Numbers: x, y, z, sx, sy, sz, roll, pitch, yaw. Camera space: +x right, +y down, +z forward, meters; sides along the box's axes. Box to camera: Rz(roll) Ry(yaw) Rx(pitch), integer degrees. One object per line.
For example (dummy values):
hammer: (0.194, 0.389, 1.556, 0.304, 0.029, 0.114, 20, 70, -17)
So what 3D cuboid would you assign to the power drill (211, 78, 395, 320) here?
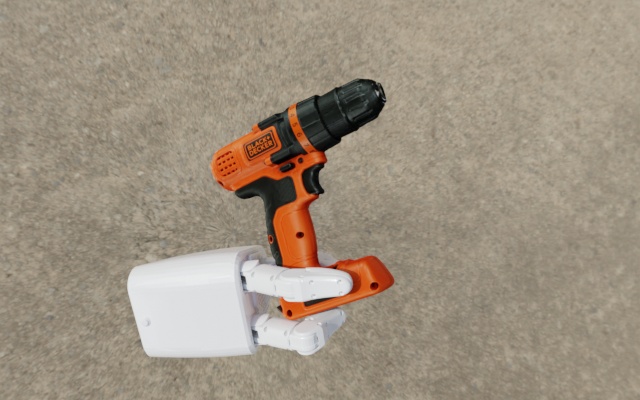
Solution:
power drill: (0.000, 0.002, 0.440, 0.184, 0.187, 0.057, -24, -10, 24)
